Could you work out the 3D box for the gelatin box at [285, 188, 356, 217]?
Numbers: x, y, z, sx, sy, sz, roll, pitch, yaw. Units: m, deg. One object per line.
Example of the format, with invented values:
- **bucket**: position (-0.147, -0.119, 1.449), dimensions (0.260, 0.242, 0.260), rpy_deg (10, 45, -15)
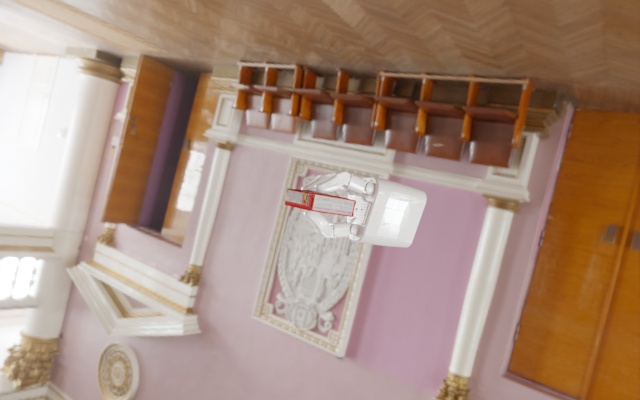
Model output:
- **gelatin box**: position (0.000, 0.003, 0.759), dimensions (0.089, 0.030, 0.073), rpy_deg (8, 3, -38)
